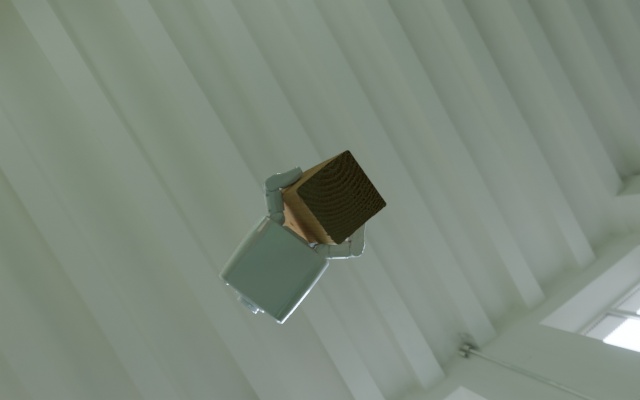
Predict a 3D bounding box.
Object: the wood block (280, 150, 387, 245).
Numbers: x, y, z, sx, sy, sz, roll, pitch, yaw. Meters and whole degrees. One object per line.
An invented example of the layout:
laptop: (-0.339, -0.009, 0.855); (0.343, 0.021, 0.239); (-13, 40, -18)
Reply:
wood block: (0.000, 0.002, 0.696); (0.090, 0.091, 0.206); (-39, 7, -15)
